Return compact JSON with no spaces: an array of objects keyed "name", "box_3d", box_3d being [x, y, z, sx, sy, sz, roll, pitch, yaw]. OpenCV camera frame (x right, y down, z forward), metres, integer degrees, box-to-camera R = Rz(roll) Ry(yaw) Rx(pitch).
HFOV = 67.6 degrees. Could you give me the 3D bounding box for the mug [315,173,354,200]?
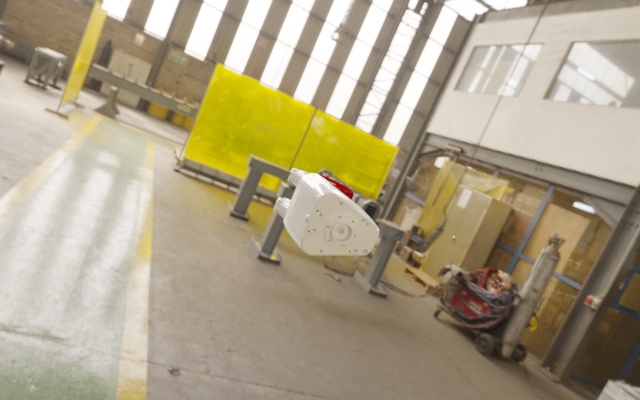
[{"name":"mug","box_3d":[0.000,0.002,0.806,0.093,0.081,0.117,21,10,-22]}]
